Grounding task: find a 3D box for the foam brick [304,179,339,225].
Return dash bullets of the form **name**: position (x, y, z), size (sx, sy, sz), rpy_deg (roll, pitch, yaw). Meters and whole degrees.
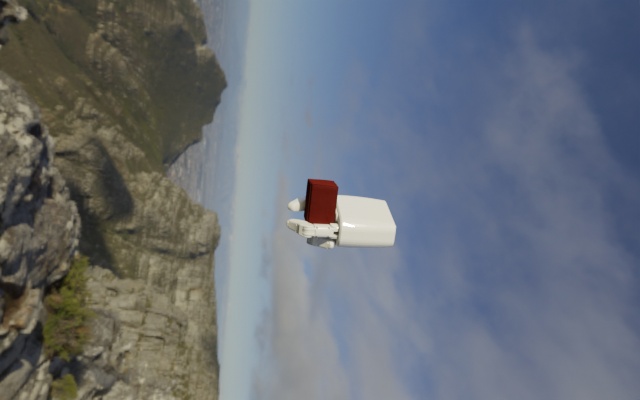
- **foam brick**: position (0.000, 0.003, 0.881), size (0.051, 0.078, 0.053), rpy_deg (4, 15, -9)
